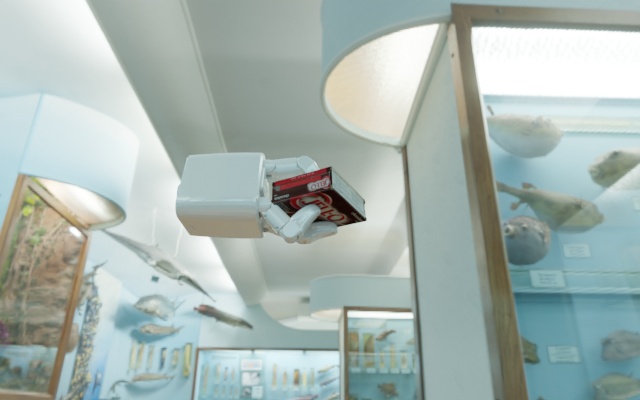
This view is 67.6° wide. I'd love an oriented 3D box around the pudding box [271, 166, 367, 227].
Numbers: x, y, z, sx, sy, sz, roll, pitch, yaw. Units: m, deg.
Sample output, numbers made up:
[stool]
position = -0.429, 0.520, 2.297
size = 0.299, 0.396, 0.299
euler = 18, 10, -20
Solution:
[pudding box]
position = 0.000, 0.002, 0.647
size = 0.090, 0.039, 0.113
euler = -13, -27, 25
